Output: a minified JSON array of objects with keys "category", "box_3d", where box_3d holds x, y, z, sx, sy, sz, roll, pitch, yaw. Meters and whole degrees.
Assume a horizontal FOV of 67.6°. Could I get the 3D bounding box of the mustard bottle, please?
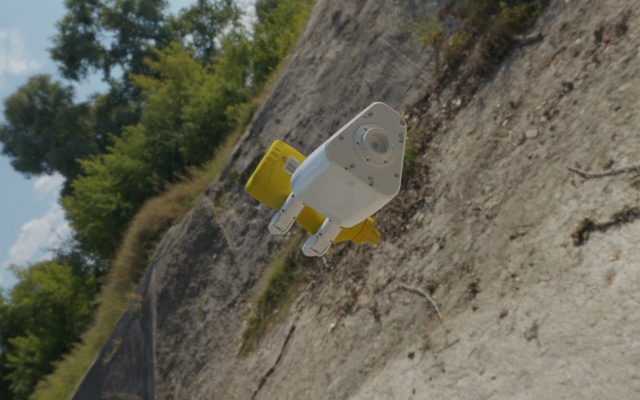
[{"category":"mustard bottle","box_3d":[0.000,0.002,0.641,0.191,0.058,0.096,33,39,-9]}]
